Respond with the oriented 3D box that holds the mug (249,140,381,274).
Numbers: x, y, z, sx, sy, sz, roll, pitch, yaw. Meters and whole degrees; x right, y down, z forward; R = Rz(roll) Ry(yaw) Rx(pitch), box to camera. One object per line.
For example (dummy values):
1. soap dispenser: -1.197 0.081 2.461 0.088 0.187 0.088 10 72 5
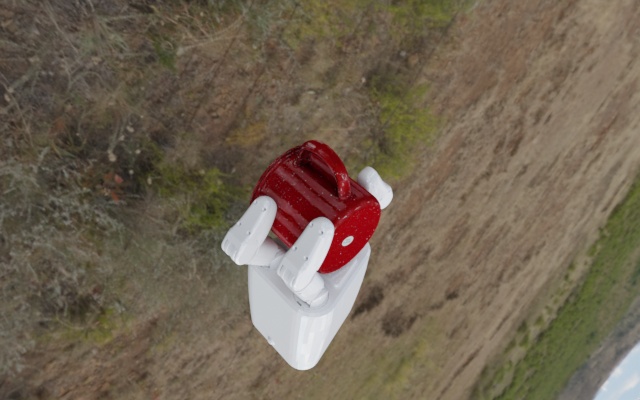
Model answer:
1. mug: 0.000 0.000 0.412 0.093 0.117 0.081 -29 56 -34
